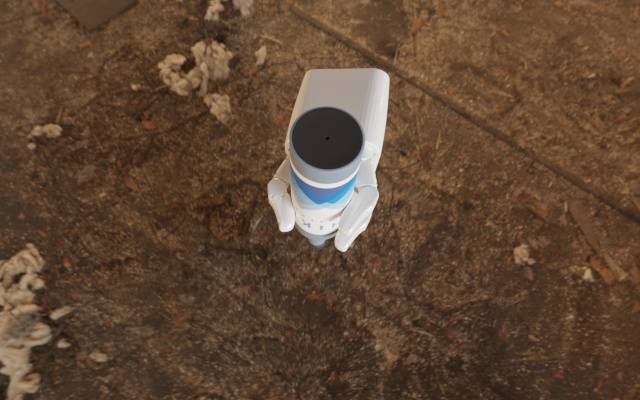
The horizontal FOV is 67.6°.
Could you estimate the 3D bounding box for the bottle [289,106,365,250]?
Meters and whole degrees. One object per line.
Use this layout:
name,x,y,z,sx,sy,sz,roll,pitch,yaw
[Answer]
bottle,0.000,0.002,0.549,0.069,0.069,0.296,0,-22,-2
